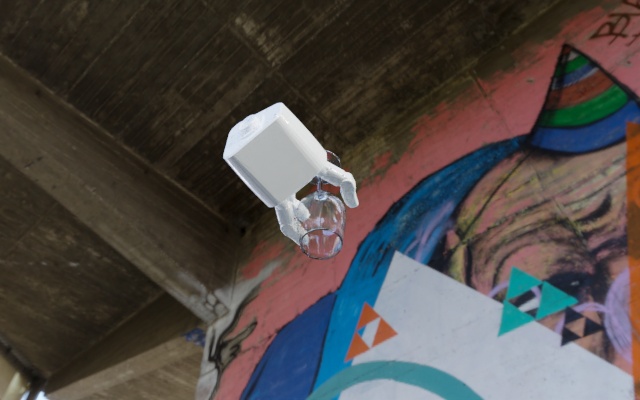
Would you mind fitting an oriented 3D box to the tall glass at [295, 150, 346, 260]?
[{"bbox_3d":[0.000,0.002,0.763,0.079,0.079,0.200,0,38,-1],"label":"tall glass"}]
